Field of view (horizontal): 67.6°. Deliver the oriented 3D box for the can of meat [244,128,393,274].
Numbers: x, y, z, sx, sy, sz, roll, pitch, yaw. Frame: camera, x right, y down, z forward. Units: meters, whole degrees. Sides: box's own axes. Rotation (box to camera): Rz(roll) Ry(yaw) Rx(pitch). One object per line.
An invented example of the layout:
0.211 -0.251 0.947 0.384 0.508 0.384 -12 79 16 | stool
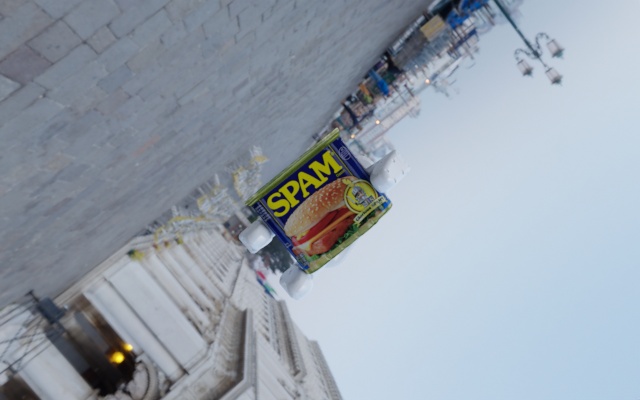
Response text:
0.000 0.002 0.417 0.102 0.084 0.057 -38 4 2 | can of meat
